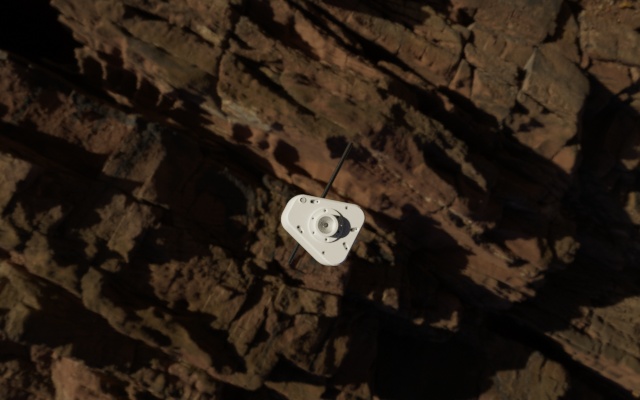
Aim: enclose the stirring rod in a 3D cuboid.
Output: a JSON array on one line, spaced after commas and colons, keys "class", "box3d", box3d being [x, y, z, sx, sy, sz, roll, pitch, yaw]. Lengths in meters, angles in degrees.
[{"class": "stirring rod", "box3d": [0.000, 0.003, 0.844, 0.011, 0.239, 0.011, 27, -6, 3]}]
